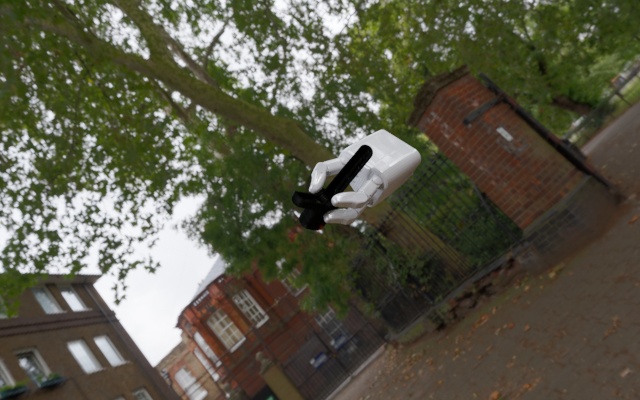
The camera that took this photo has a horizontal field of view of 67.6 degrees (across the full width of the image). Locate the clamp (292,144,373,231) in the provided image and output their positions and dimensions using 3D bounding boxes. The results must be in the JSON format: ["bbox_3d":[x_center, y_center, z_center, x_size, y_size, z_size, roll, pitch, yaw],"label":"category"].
[{"bbox_3d":[0.000,0.002,0.819,0.164,0.036,0.210,-32,-18,-31],"label":"clamp"}]
